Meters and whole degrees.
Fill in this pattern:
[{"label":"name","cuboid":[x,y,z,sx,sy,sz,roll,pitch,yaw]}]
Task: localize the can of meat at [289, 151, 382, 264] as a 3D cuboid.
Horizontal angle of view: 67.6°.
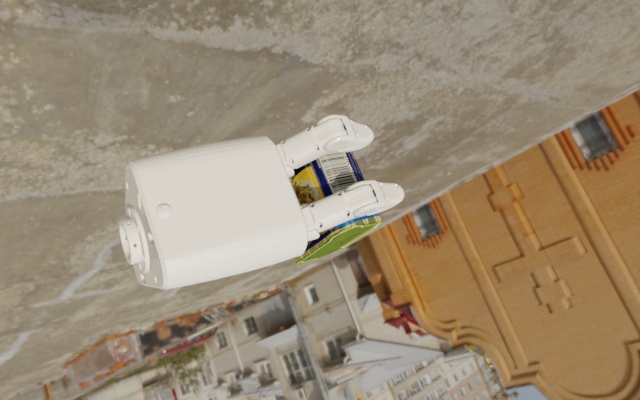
[{"label":"can of meat","cuboid":[0.000,0.002,0.425,0.057,0.084,0.102,-13,-17,-34]}]
